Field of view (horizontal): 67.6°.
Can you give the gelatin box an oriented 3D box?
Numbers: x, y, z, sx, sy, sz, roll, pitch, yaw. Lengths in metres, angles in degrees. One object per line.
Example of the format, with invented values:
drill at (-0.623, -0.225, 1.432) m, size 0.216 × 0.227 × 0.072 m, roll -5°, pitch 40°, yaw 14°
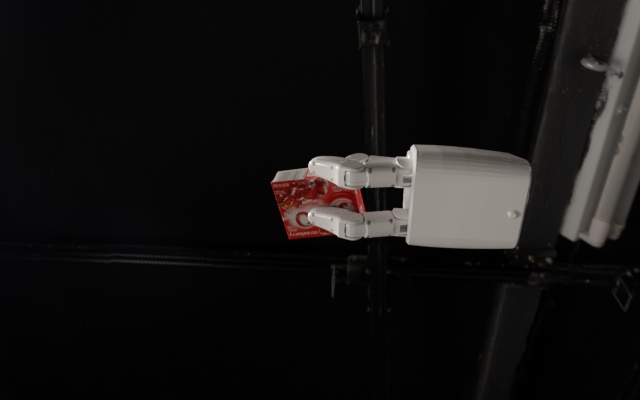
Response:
gelatin box at (0.000, 0.001, 0.513) m, size 0.089 × 0.073 × 0.030 m, roll -6°, pitch 29°, yaw 18°
